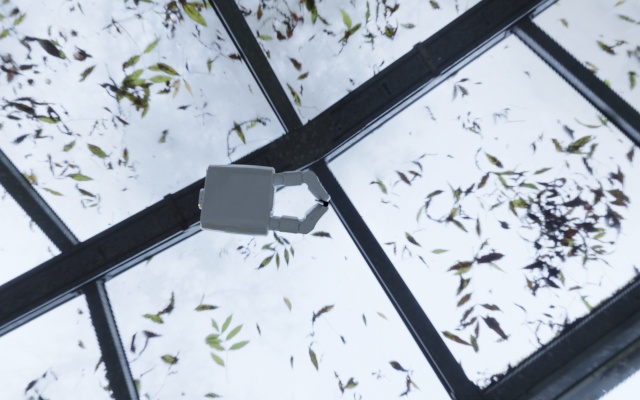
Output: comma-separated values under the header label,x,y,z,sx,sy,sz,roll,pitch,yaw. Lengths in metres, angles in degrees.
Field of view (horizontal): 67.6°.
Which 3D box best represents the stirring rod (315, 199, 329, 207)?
label,x,y,z,sx,sy,sz,roll,pitch,yaw
stirring rod,0.000,0.002,0.767,0.011,0.011,0.239,0,1,-3
